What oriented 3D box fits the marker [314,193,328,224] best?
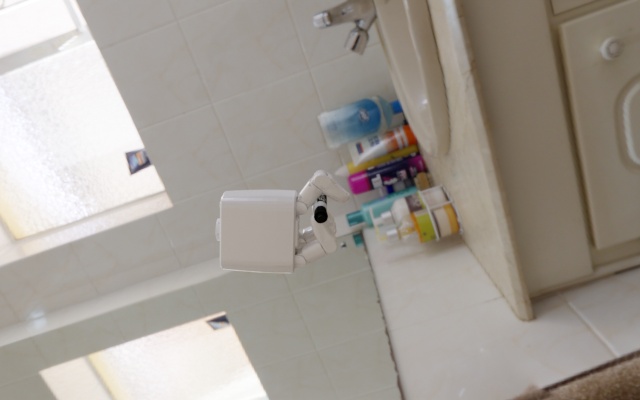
[{"bbox_3d":[0.000,0.002,0.676,0.020,0.020,0.121,0,21,0],"label":"marker"}]
